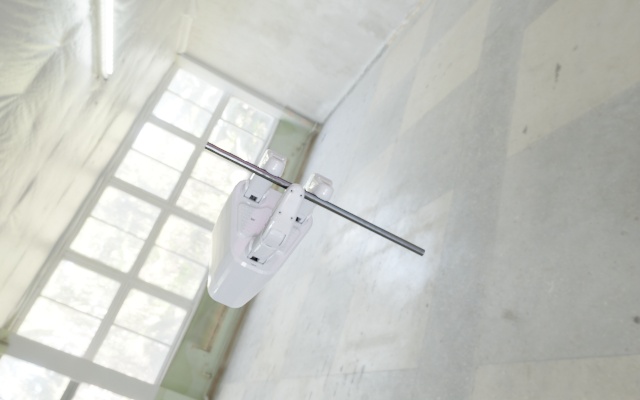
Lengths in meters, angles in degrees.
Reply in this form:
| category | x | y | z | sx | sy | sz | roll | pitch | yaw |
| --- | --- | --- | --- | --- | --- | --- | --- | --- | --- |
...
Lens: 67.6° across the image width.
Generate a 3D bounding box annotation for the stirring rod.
| category | x | y | z | sx | sy | sz | roll | pitch | yaw |
| --- | --- | --- | --- | --- | --- | --- | --- | --- | --- |
| stirring rod | 0.000 | 0.002 | 0.465 | 0.239 | 0.011 | 0.011 | 26 | -6 | -13 |
